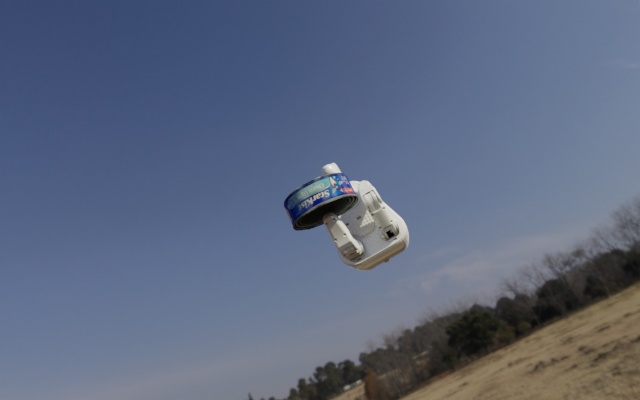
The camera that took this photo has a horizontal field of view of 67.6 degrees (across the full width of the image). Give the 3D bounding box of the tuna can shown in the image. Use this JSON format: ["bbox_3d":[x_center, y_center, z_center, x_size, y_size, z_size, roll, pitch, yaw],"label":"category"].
[{"bbox_3d":[0.000,0.001,0.574,0.086,0.033,0.086,-24,-16,-7],"label":"tuna can"}]
